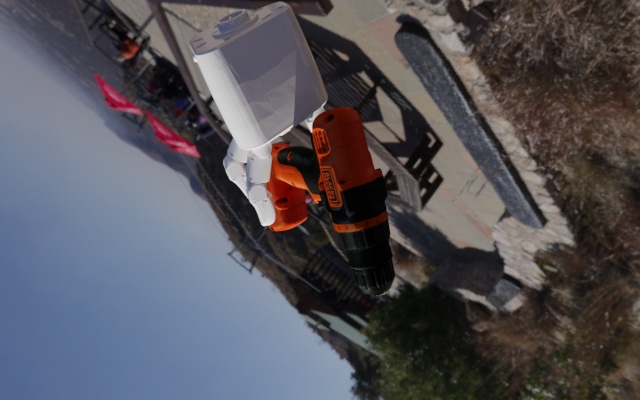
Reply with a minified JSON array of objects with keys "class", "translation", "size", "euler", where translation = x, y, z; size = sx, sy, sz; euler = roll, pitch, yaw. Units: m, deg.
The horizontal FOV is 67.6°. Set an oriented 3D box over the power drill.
[{"class":"power drill","translation":[0.000,0.001,0.510],"size":[0.057,0.184,0.187],"euler":[-20,12,-31]}]
